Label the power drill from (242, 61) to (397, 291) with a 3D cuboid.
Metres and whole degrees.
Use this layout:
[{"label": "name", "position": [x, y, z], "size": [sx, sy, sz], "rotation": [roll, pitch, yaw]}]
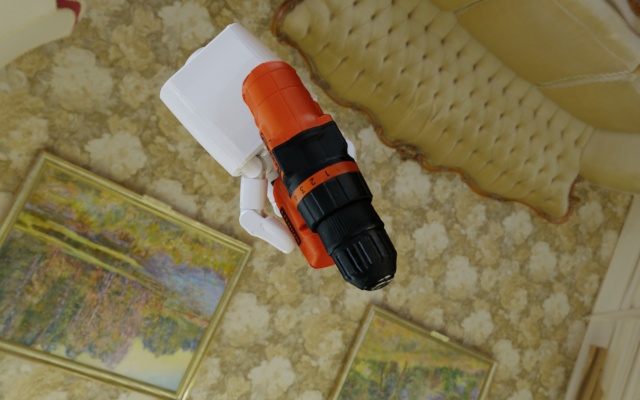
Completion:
[{"label": "power drill", "position": [0.000, 0.001, 0.401], "size": [0.057, 0.184, 0.188], "rotation": [-24, -18, -9]}]
